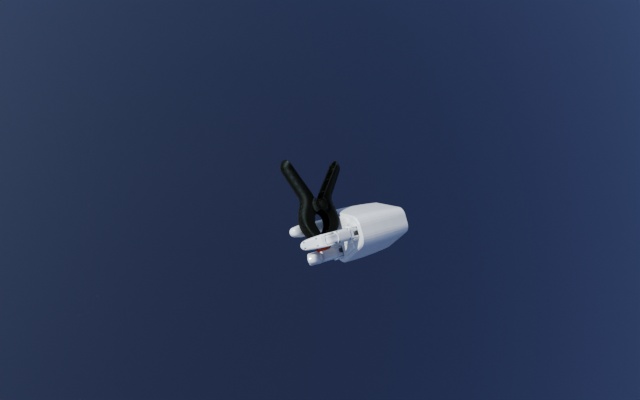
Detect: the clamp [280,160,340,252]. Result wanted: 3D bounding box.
[{"bbox_3d":[0.000,0.003,0.854,0.120,0.171,0.039,-13,-5,-28],"label":"clamp"}]
